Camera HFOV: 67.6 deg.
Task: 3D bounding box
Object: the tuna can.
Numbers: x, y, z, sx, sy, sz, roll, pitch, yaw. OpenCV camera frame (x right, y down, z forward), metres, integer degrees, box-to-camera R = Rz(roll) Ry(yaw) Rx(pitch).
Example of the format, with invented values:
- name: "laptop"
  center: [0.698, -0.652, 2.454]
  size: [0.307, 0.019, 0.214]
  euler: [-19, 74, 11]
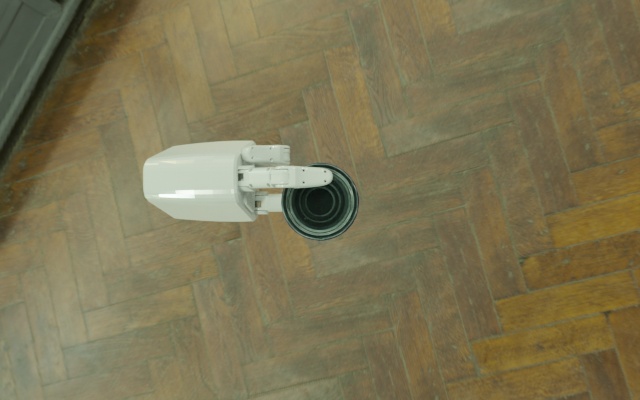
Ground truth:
- name: "tuna can"
  center: [0.000, 0.002, 0.527]
  size: [0.086, 0.086, 0.034]
  euler: [0, -3, 3]
